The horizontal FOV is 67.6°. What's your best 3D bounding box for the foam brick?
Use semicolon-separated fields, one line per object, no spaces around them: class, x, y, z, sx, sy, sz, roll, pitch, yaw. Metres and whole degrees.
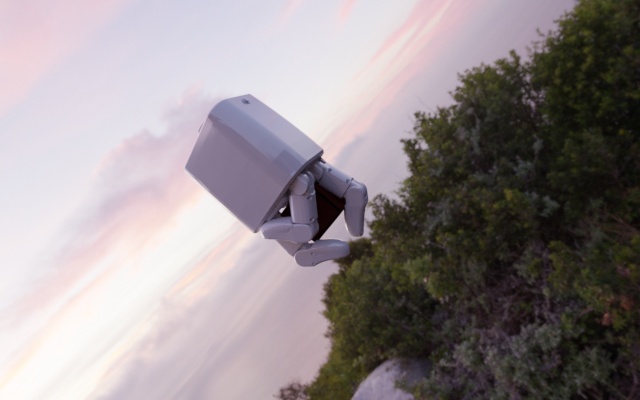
foam brick;0.000;0.002;0.545;0.051;0.053;0.078;39;24;2
